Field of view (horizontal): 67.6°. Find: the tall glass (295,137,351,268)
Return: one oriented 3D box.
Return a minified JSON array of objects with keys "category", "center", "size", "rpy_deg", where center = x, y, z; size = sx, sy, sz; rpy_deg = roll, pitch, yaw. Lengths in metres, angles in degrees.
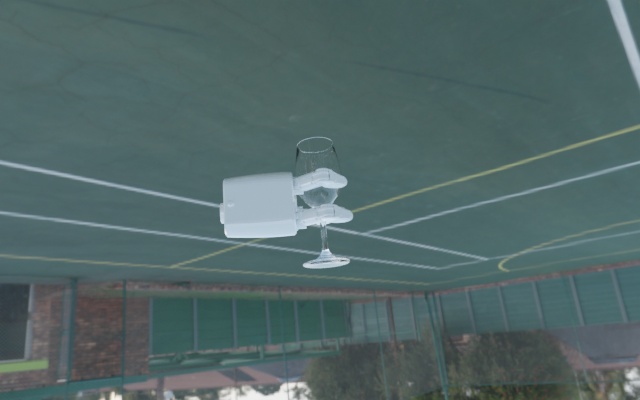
[{"category":"tall glass","center":[0.000,0.003,0.763],"size":[0.079,0.201,0.079],"rpy_deg":[-5,-17,-1]}]
